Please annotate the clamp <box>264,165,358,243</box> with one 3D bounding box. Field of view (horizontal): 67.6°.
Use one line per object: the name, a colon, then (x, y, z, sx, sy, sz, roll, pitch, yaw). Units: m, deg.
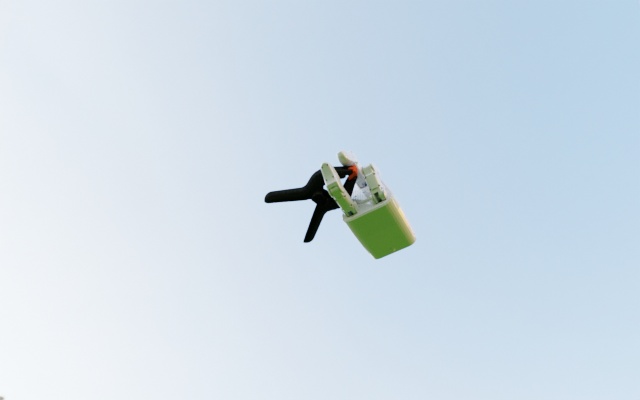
clamp: (0.000, 0.002, 0.840, 0.171, 0.120, 0.039, -26, 29, 18)
